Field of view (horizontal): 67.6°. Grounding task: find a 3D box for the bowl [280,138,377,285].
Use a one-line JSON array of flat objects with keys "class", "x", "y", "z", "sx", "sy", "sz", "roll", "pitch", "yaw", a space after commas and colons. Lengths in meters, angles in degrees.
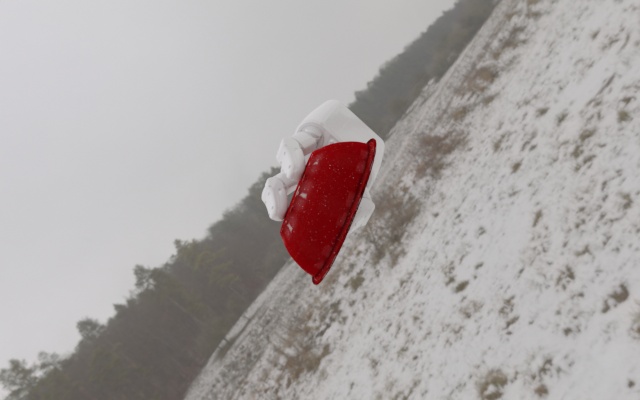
[{"class": "bowl", "x": 0.000, "y": 0.002, "z": 0.489, "sx": 0.055, "sy": 0.162, "sz": 0.162, "roll": 22, "pitch": -2, "yaw": -5}]
